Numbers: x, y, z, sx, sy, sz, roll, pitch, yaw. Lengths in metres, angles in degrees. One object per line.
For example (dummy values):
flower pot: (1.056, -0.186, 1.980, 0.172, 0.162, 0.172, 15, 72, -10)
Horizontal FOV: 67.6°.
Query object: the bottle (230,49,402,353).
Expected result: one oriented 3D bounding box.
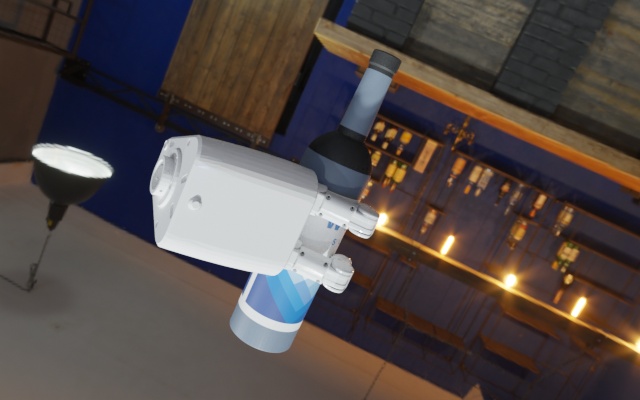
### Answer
bottle: (0.000, 0.002, 0.454, 0.069, 0.296, 0.069, 24, 11, -5)
